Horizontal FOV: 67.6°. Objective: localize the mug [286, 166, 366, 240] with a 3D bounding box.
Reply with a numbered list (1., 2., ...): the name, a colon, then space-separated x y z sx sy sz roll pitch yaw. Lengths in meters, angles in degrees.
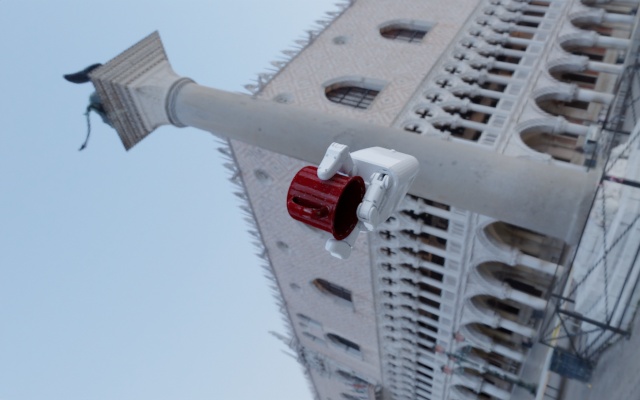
1. mug: -0.001 0.003 0.658 0.081 0.093 0.117 19 23 26
